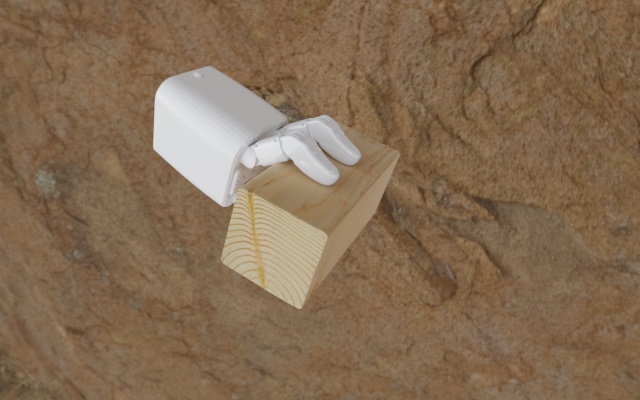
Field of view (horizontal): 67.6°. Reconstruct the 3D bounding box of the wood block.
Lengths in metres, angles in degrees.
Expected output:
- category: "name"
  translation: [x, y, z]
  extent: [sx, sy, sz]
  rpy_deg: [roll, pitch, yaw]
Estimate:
- category: "wood block"
  translation: [0.000, 0.002, 0.494]
  extent: [0.090, 0.091, 0.206]
  rpy_deg: [28, 34, 12]
